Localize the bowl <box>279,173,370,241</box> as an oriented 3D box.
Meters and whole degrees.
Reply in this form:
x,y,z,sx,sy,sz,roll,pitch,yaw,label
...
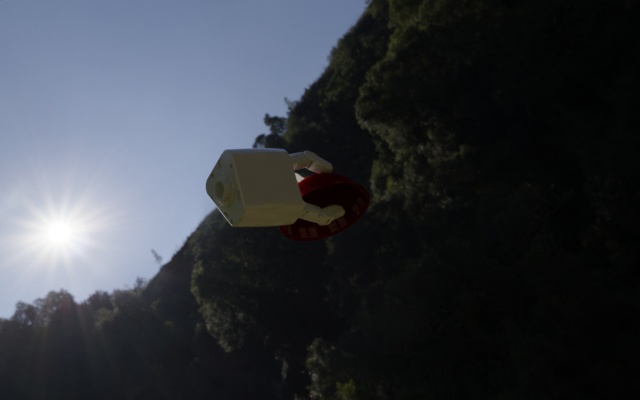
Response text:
x,y,z,sx,sy,sz,roll,pitch,yaw,label
0.001,0.003,0.818,0.162,0.055,0.162,-15,-34,-10,bowl
